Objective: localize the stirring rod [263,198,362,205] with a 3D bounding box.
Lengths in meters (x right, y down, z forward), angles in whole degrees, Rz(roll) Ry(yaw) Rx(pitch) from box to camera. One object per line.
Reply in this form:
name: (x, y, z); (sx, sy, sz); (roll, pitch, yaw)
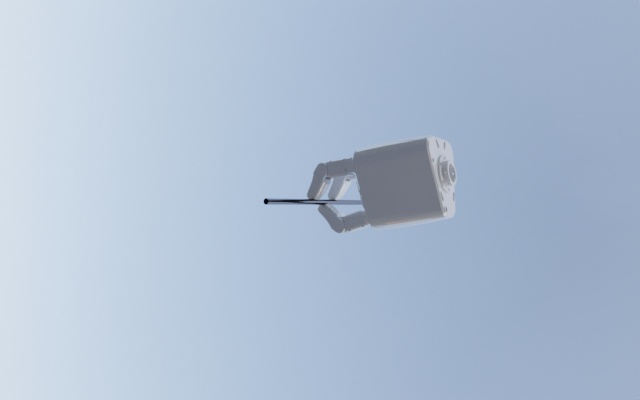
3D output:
stirring rod: (0.000, 0.002, 0.689); (0.011, 0.011, 0.239); (0, -1, 34)
